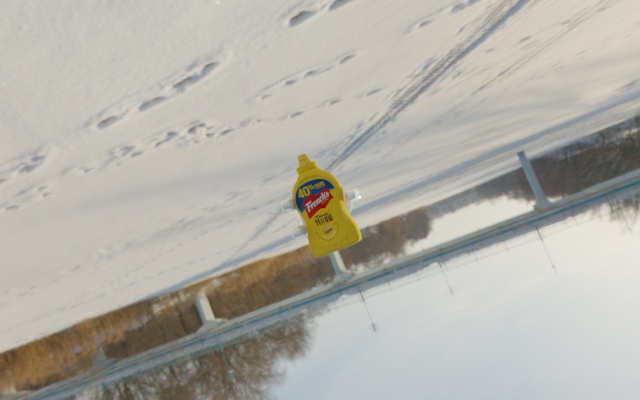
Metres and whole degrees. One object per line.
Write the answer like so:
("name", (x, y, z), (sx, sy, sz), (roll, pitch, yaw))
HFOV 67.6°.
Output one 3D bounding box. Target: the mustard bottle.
("mustard bottle", (0.000, 0.003, 0.896), (0.096, 0.191, 0.058), (-23, -4, 15))
